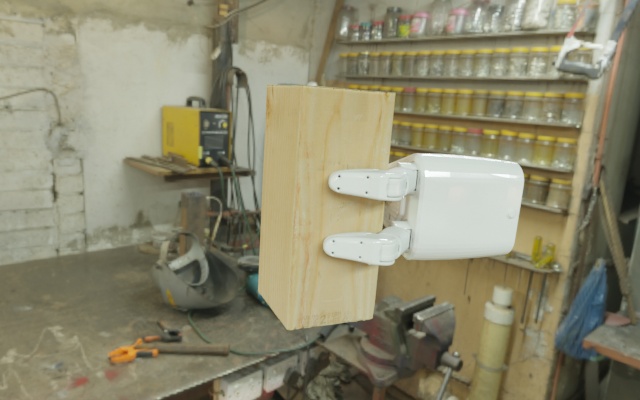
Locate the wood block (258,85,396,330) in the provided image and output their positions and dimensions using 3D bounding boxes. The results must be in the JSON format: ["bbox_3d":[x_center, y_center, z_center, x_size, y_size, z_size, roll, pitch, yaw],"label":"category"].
[{"bbox_3d":[0.000,0.001,0.444,0.090,0.206,0.091,-1,13,-24],"label":"wood block"}]
